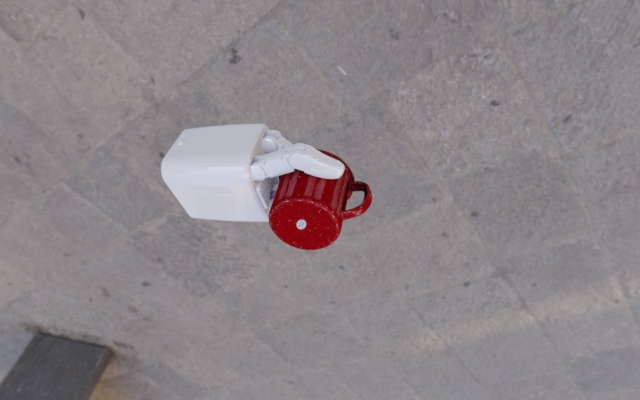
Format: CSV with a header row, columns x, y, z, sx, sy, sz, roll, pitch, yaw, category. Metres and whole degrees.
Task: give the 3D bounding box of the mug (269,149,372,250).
x,y,z,sx,sy,sz,roll,pitch,yaw,category
0.001,0.002,0.541,0.117,0.093,0.081,-1,41,14,mug
